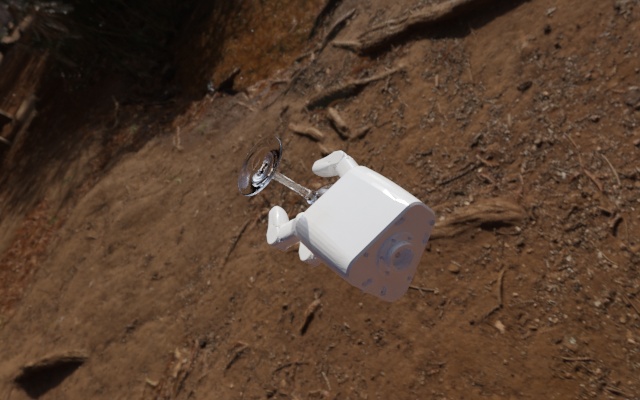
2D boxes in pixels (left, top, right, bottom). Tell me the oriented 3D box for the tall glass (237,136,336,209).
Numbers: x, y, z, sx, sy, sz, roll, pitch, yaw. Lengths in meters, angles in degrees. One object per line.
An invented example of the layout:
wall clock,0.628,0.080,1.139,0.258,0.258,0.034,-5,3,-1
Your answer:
tall glass,0.000,0.002,0.588,0.201,0.079,0.079,31,-20,-37
